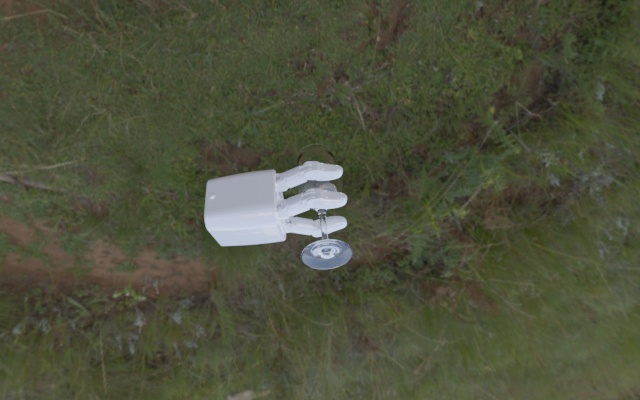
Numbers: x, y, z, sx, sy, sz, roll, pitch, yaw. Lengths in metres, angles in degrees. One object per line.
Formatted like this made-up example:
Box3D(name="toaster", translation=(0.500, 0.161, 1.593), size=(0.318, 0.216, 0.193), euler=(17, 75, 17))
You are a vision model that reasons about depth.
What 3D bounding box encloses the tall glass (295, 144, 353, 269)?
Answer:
Box3D(name="tall glass", translation=(0.000, 0.003, 0.744), size=(0.079, 0.200, 0.079), euler=(-4, -40, -3))
